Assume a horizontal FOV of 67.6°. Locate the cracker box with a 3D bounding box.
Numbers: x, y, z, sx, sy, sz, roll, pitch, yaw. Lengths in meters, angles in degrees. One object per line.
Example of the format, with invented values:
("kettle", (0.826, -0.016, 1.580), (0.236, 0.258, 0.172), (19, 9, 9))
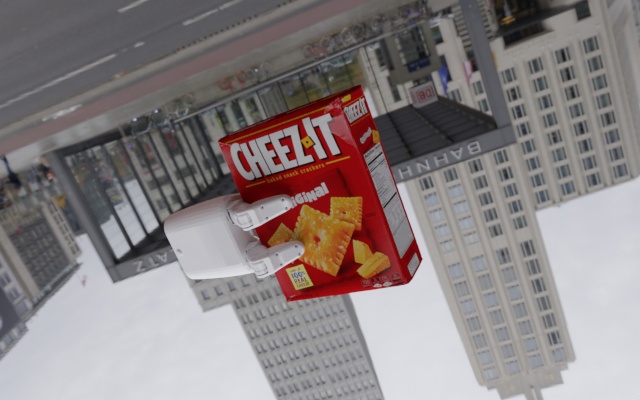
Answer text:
("cracker box", (0.000, 0.002, 0.540), (0.164, 0.214, 0.072), (-14, 16, 30))
